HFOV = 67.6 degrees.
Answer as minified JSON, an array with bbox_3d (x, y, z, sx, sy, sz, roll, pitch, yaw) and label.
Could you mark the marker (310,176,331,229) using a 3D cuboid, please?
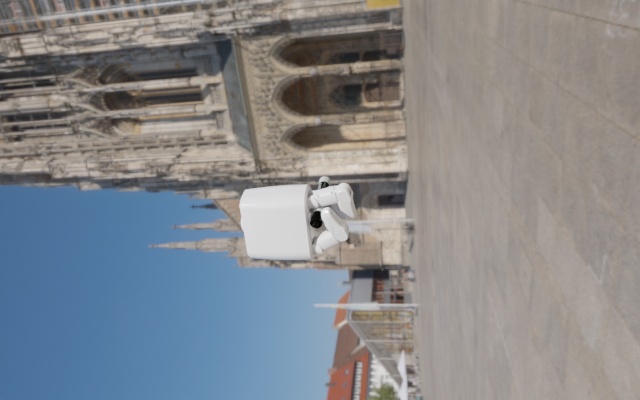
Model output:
[{"bbox_3d":[0.000,0.002,0.749,0.020,0.020,0.121,0,36,9],"label":"marker"}]
